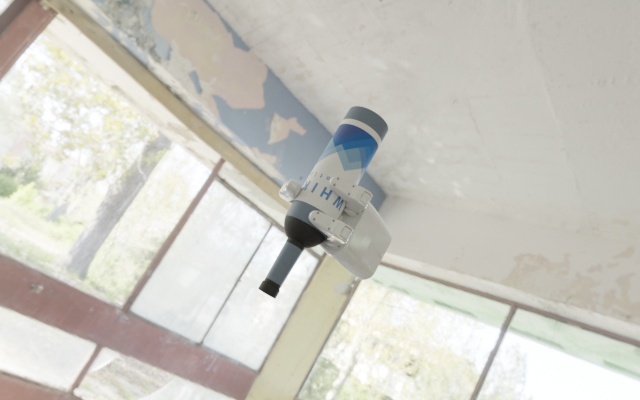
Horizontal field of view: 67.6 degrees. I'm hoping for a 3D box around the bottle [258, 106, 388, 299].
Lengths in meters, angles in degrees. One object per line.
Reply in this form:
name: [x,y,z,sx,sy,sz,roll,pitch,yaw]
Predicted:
bottle: [0.000,0.002,0.675,0.069,0.295,0.069,28,-16,9]
